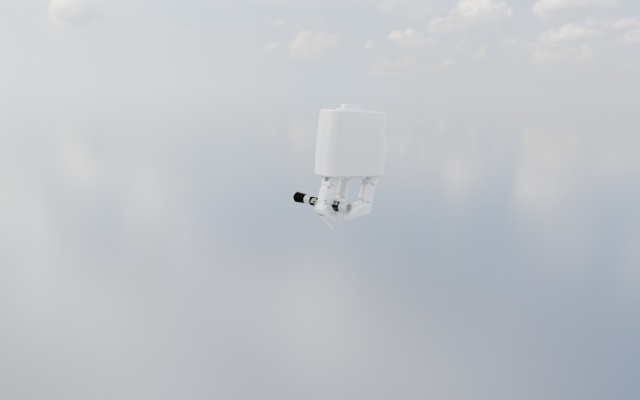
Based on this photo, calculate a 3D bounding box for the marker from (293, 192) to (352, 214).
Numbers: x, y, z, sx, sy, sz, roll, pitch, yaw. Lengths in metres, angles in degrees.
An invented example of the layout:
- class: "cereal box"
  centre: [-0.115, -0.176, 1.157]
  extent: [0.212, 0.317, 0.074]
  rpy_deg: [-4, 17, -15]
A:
- class: "marker"
  centre: [0.000, 0.003, 0.798]
  extent: [0.121, 0.020, 0.020]
  rpy_deg: [12, 8, 40]
